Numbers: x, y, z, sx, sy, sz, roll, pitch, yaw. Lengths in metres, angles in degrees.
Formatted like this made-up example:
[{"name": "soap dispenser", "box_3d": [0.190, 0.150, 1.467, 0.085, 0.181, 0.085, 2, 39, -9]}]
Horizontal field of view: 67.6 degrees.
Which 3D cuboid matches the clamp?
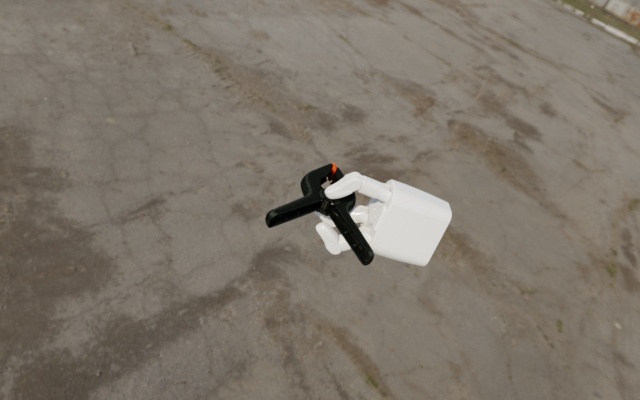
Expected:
[{"name": "clamp", "box_3d": [0.001, 0.002, 0.743, 0.164, 0.036, 0.209, 19, 35, -14]}]
